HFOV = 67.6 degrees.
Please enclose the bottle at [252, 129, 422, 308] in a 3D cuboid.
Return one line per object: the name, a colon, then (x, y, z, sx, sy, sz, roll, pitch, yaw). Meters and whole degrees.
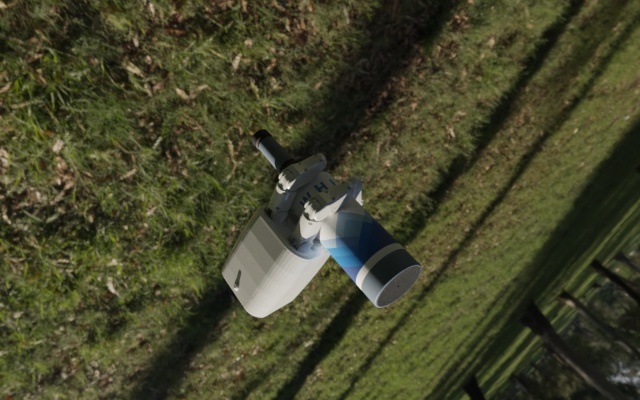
bottle: (0.000, 0.002, 0.595, 0.069, 0.069, 0.295, 0, 38, -48)
